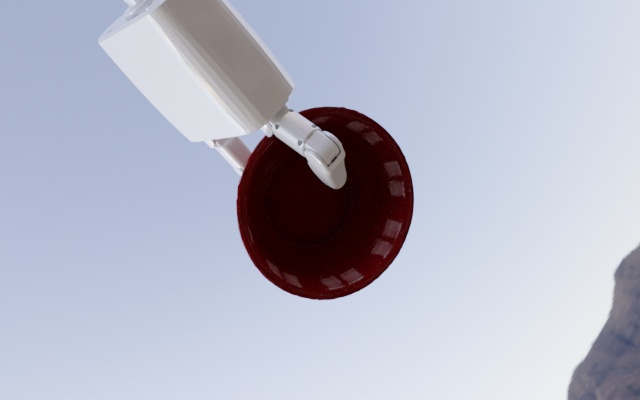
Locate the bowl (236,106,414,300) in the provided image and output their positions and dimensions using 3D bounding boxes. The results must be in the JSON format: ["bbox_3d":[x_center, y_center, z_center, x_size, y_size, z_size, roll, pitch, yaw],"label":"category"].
[{"bbox_3d":[0.001,0.002,0.420,0.162,0.162,0.055,0,5,-23],"label":"bowl"}]
